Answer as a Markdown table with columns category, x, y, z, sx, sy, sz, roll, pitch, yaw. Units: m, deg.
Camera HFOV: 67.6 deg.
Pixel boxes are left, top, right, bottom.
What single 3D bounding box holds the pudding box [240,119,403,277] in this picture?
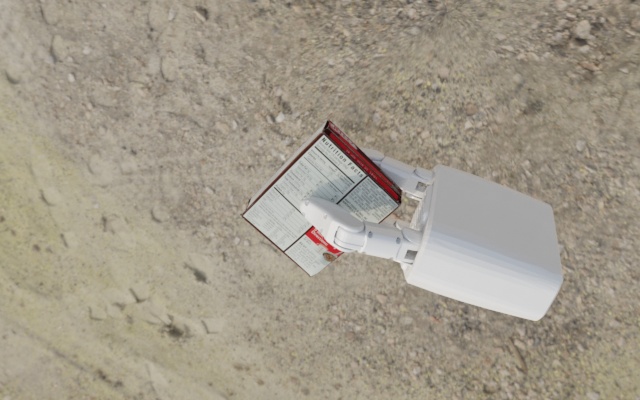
| category | x | y | z | sx | sy | sz | roll | pitch | yaw |
| --- | --- | --- | --- | --- | --- | --- | --- | --- | --- |
| pudding box | 0.000 | 0.001 | 0.413 | 0.113 | 0.090 | 0.039 | -43 | 11 | 22 |
